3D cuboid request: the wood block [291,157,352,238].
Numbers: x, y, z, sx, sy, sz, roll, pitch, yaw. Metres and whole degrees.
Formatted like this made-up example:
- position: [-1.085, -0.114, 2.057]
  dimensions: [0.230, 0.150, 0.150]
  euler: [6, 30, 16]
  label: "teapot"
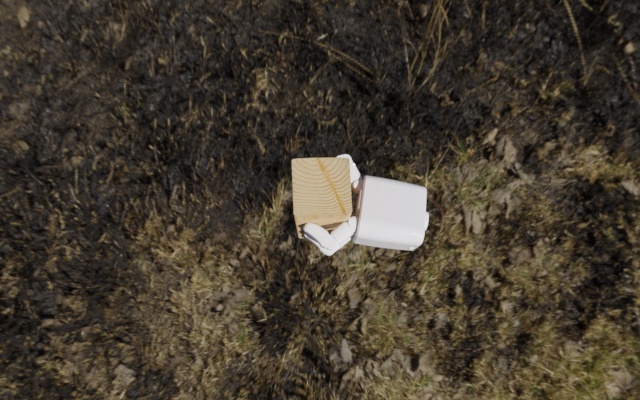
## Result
- position: [0.001, 0.002, 0.813]
  dimensions: [0.090, 0.090, 0.206]
  euler: [-2, -14, -1]
  label: "wood block"
